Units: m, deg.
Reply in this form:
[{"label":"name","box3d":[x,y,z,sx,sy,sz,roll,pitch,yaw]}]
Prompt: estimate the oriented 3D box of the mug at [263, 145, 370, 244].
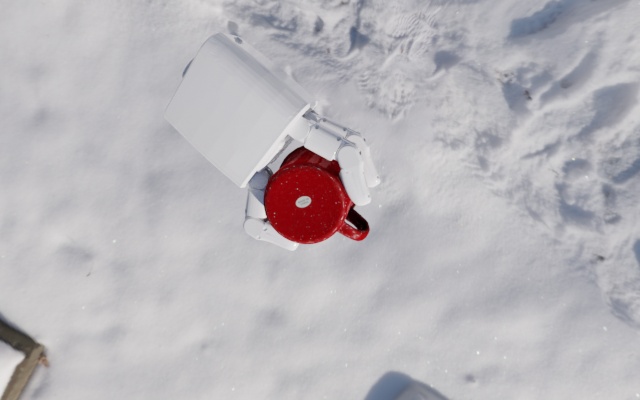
[{"label":"mug","box3d":[0.001,0.003,0.483,0.117,0.093,0.081,39,18,-3]}]
